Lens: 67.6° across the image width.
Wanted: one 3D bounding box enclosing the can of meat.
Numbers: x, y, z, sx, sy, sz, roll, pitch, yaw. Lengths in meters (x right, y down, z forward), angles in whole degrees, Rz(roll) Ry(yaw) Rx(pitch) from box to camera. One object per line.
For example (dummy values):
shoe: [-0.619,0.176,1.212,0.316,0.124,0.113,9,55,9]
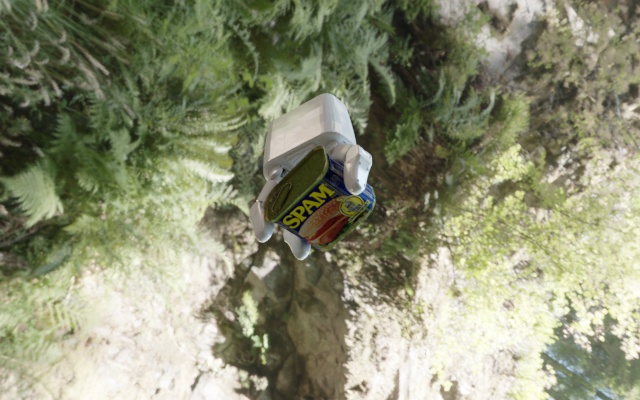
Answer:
can of meat: [0.000,0.002,0.544,0.084,0.057,0.102,34,-63,-29]
